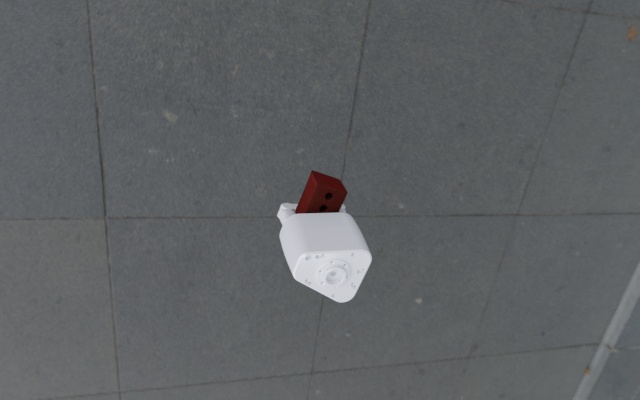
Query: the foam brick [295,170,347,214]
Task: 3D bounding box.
[{"bbox_3d":[0.000,0.002,0.755,0.053,0.078,0.051,15,22,-20],"label":"foam brick"}]
